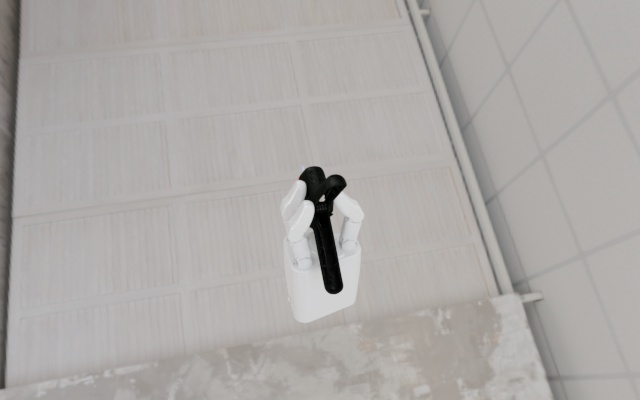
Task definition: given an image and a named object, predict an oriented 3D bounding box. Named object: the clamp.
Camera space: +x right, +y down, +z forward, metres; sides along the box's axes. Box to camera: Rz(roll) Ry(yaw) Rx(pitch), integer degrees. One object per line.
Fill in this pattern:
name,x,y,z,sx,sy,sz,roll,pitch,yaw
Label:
clamp,0.001,0.002,0.662,0.036,0.165,0.209,-4,33,-12
